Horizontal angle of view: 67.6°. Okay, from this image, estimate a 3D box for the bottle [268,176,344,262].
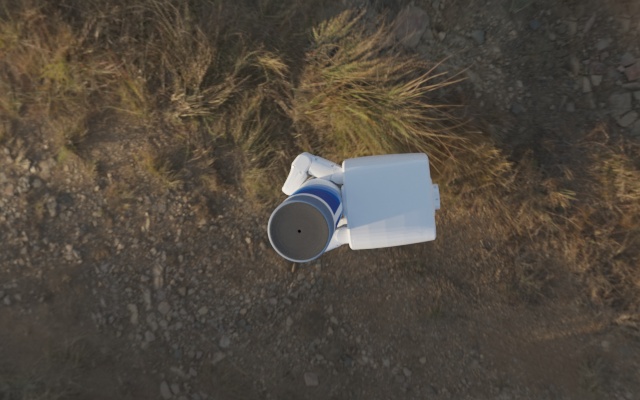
[{"bbox_3d":[0.000,0.002,0.628,0.069,0.069,0.295,0,12,9],"label":"bottle"}]
